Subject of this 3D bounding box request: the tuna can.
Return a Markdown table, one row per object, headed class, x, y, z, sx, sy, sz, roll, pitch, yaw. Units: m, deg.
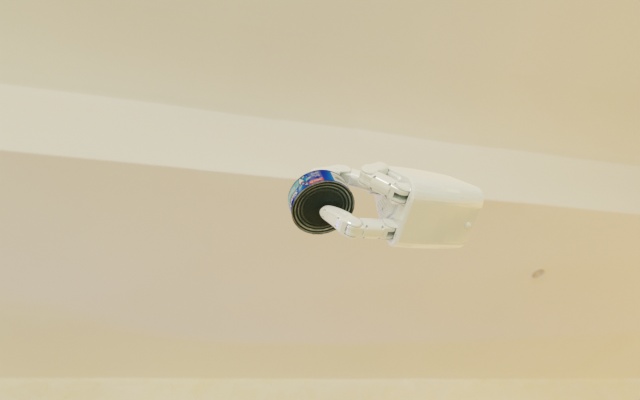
| class | x | y | z | sx | sy | sz | roll | pitch | yaw |
| --- | --- | --- | --- | --- | --- | --- | --- | --- | --- |
| tuna can | 0.000 | 0.002 | 0.639 | 0.086 | 0.086 | 0.033 | 0 | 35 | -17 |
